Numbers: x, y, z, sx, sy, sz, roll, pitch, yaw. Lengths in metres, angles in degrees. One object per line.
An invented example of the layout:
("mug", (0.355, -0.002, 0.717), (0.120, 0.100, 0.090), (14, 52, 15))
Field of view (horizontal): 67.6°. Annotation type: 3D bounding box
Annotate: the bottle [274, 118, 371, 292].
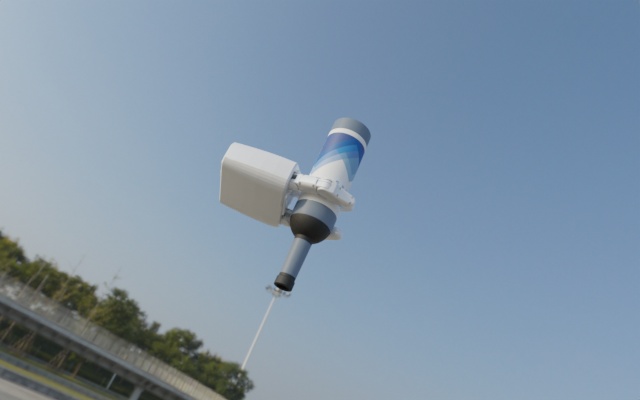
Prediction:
("bottle", (0.000, 0.002, 0.733), (0.069, 0.295, 0.069), (19, -28, 10))
